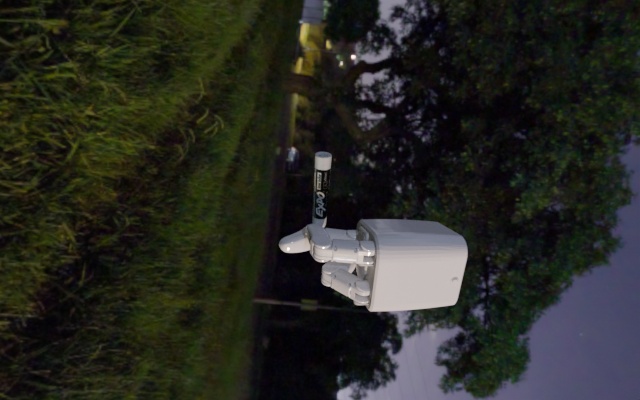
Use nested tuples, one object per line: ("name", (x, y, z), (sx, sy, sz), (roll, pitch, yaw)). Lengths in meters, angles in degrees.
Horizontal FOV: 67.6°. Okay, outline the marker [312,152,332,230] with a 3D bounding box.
("marker", (0.000, 0.002, 0.563), (0.020, 0.121, 0.020), (3, 27, -1))
